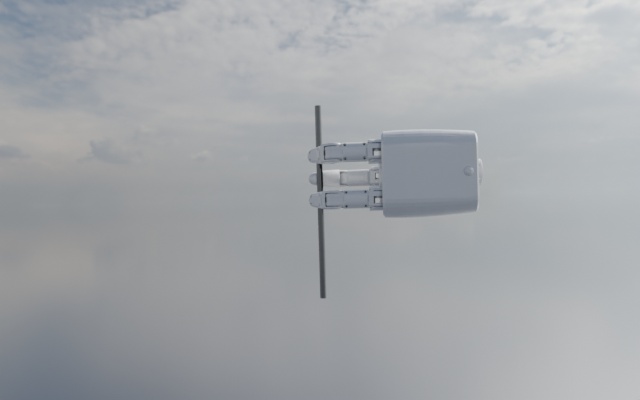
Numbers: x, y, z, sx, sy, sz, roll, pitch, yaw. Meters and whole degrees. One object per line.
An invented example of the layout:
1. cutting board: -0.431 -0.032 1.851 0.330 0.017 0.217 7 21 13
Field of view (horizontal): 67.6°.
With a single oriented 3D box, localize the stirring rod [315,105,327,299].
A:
1. stirring rod: 0.000 0.002 0.598 0.011 0.239 0.011 -2 0 0
